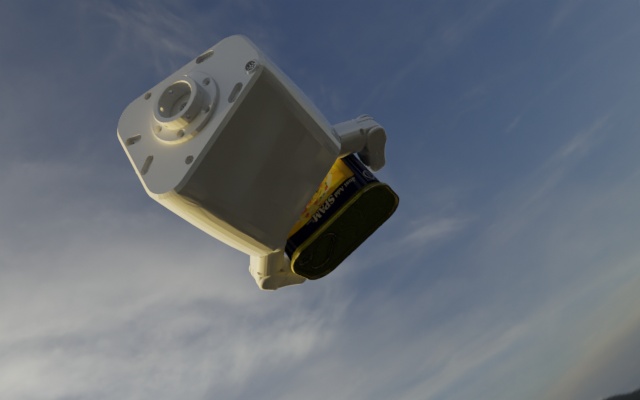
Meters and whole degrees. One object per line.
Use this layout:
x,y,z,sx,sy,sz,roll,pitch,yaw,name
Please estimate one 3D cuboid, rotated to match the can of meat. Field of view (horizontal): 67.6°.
0.000,0.001,0.406,0.084,0.102,0.057,50,8,34,can of meat
